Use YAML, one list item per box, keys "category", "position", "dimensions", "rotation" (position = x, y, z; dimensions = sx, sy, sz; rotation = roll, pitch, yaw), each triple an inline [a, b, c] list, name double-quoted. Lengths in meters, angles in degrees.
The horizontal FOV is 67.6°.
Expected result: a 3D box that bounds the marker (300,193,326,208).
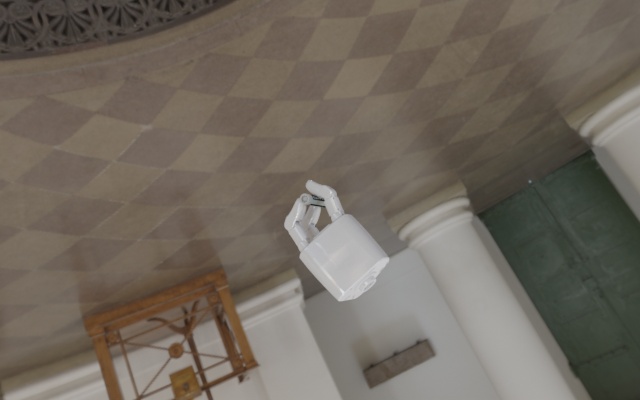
- category: "marker"
  position: [0.000, 0.003, 0.876]
  dimensions: [0.020, 0.020, 0.121]
  rotation: [0, -6, 28]
